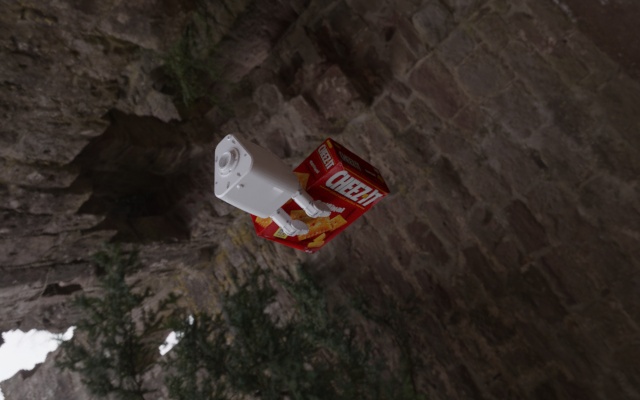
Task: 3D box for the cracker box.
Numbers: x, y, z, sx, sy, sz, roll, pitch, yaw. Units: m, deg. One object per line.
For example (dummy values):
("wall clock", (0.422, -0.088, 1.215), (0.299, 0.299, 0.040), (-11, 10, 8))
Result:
("cracker box", (0.000, 0.003, 0.899), (0.214, 0.072, 0.164), (-40, -39, 21))
